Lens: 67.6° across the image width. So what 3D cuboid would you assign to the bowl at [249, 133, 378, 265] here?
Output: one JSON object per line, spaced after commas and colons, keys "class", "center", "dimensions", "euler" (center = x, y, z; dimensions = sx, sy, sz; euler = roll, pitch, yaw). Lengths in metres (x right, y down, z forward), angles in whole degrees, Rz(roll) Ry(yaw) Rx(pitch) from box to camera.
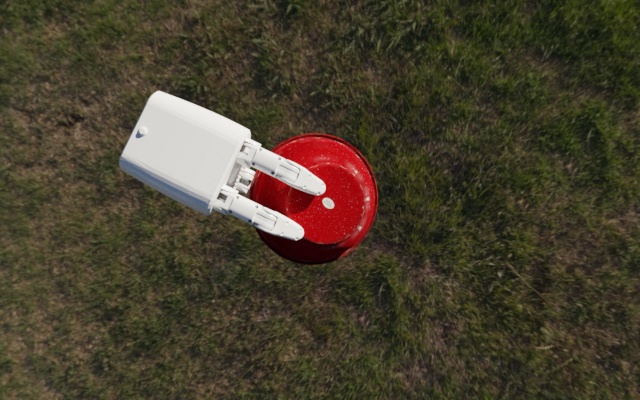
{"class": "bowl", "center": [0.001, 0.002, 0.559], "dimensions": [0.162, 0.162, 0.055], "euler": [0, 5, -15]}
